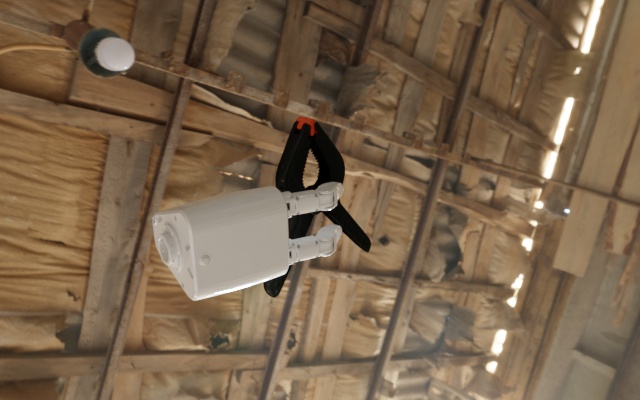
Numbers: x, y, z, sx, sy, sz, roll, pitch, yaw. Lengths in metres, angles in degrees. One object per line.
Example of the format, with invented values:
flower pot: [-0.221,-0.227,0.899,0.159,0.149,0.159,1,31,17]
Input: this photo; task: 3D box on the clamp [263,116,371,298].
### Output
clamp: [-0.001,0.001,0.585,0.164,0.210,0.036,-14,23,-36]
